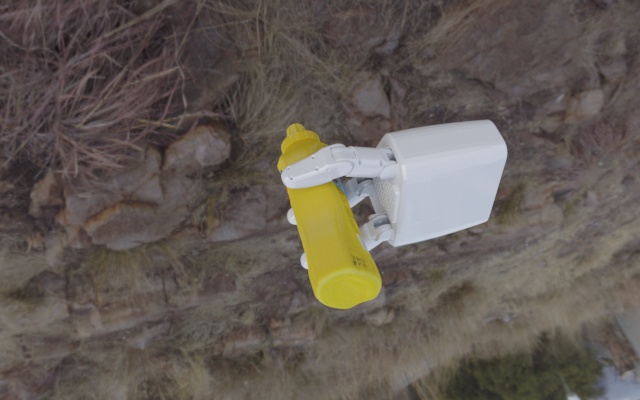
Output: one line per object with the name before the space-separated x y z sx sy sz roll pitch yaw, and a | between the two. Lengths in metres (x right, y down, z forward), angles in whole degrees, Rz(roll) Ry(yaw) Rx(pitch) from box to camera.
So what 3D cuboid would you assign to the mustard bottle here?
mustard bottle | 0.000 0.002 0.459 0.058 0.191 0.096 -24 -30 9
